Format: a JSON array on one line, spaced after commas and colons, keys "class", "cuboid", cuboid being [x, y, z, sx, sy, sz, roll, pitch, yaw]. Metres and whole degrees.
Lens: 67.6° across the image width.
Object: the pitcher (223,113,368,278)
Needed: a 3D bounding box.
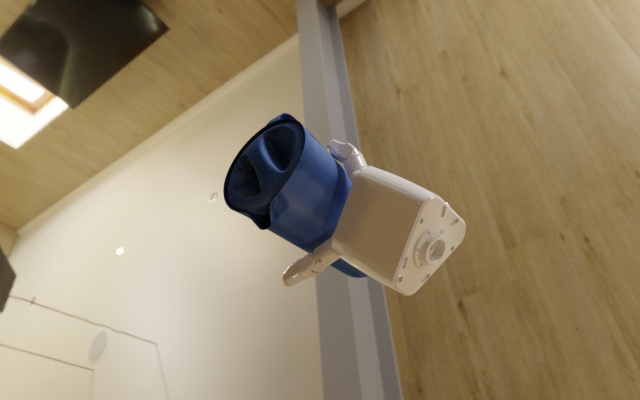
[{"class": "pitcher", "cuboid": [0.000, 0.002, 0.649, 0.243, 0.149, 0.145, 39, -6, -39]}]
